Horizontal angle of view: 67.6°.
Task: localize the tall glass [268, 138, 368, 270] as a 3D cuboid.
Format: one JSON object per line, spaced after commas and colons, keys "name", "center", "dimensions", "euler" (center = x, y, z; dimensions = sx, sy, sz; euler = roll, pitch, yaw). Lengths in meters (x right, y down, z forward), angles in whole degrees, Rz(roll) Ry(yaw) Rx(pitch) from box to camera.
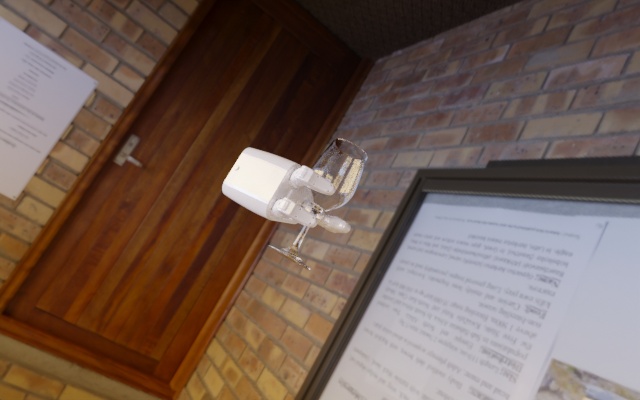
{"name": "tall glass", "center": [0.000, 0.003, 0.743], "dimensions": [0.079, 0.201, 0.079], "euler": [29, -11, 6]}
